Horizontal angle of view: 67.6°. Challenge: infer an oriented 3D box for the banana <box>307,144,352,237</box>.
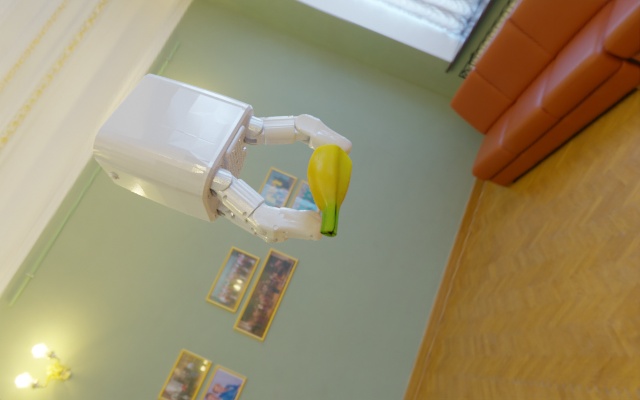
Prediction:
[{"bbox_3d":[0.005,-0.016,0.436,0.037,0.069,0.198,16,4,0],"label":"banana"}]
